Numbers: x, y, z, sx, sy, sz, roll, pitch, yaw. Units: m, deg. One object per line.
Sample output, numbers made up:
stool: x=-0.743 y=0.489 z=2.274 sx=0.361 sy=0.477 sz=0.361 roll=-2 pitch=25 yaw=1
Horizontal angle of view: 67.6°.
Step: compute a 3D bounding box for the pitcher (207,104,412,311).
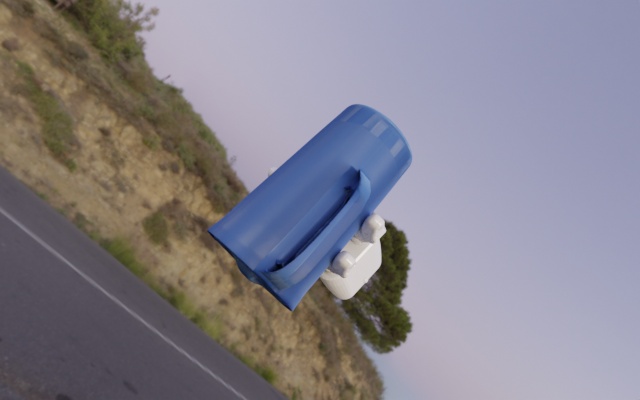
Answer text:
pitcher: x=0.000 y=0.002 z=0.560 sx=0.149 sy=0.243 sz=0.145 roll=37 pitch=-15 yaw=27
